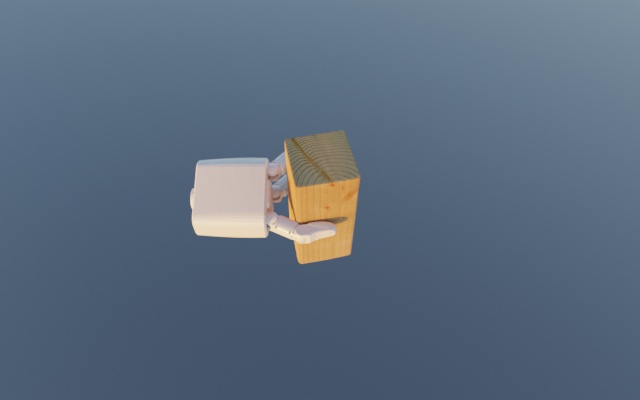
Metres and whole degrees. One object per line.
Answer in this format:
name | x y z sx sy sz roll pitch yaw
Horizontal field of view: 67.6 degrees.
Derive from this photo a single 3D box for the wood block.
wood block | 0.000 0.003 0.729 0.090 0.090 0.206 -10 -35 -8
